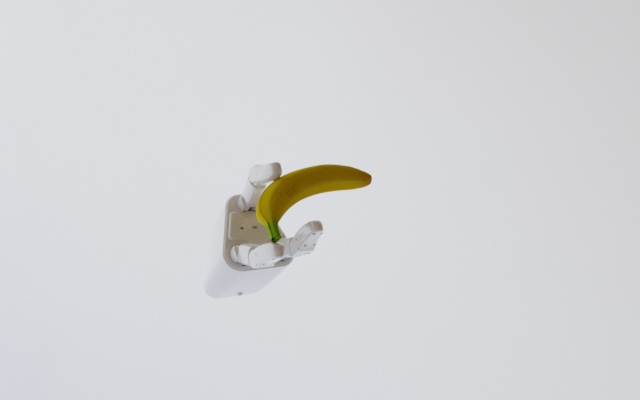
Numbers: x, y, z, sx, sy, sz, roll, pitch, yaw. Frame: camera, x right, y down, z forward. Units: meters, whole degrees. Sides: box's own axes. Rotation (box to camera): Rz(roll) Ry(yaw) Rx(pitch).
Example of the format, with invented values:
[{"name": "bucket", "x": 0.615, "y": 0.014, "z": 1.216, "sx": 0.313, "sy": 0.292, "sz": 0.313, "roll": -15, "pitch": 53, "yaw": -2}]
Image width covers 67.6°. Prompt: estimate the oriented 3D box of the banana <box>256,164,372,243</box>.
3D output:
[{"name": "banana", "x": -0.014, "y": -0.010, "z": 0.589, "sx": 0.197, "sy": 0.069, "sz": 0.037, "roll": -31, "pitch": -15, "yaw": -43}]
